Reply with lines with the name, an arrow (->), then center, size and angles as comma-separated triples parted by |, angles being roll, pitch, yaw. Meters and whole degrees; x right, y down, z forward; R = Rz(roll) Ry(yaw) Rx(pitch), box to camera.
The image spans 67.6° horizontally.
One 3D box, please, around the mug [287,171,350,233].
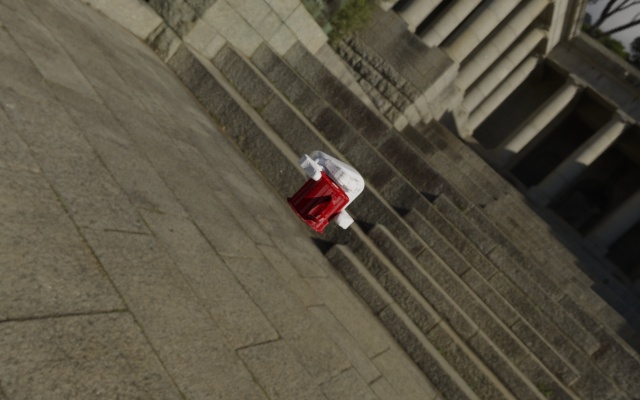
mug -> 0.000, 0.003, 0.867 | 0.093, 0.081, 0.117 | 42, 8, -16
